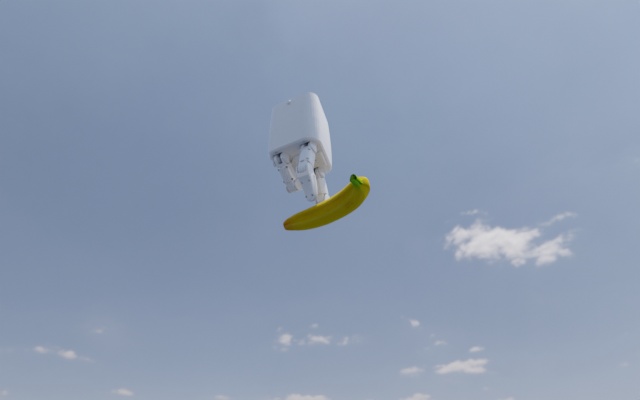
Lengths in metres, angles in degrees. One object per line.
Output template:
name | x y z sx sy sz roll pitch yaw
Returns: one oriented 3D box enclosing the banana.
banana | 0.017 0.006 0.749 0.069 0.037 0.198 17 -34 -30
